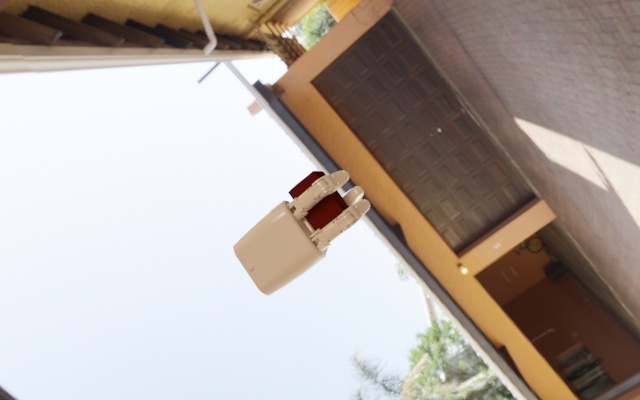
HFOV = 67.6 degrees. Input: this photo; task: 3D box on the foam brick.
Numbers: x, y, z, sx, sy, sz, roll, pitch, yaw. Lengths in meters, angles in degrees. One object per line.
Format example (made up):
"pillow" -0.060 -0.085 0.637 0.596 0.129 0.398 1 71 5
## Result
"foam brick" 0.000 0.002 0.690 0.051 0.078 0.053 -39 -11 14
